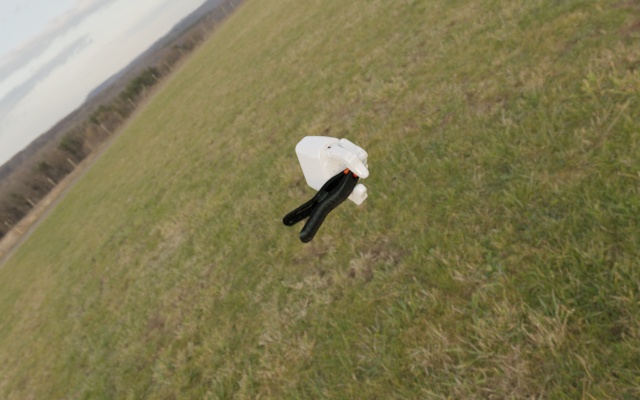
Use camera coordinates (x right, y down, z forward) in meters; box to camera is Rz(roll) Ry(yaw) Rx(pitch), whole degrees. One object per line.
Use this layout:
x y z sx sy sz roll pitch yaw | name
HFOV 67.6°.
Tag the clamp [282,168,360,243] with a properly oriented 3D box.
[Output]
0.000 0.002 0.889 0.171 0.039 0.120 -46 31 -15 | clamp
